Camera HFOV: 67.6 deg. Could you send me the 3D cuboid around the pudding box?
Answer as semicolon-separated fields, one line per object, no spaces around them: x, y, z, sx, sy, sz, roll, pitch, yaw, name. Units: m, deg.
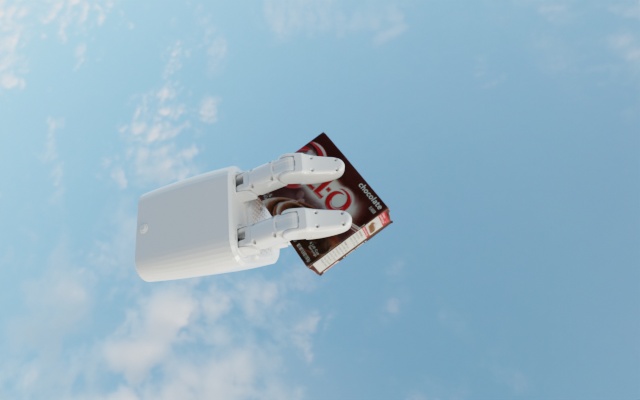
0.000;0.002;0.456;0.090;0.113;0.039;-37;-28;-1;pudding box
